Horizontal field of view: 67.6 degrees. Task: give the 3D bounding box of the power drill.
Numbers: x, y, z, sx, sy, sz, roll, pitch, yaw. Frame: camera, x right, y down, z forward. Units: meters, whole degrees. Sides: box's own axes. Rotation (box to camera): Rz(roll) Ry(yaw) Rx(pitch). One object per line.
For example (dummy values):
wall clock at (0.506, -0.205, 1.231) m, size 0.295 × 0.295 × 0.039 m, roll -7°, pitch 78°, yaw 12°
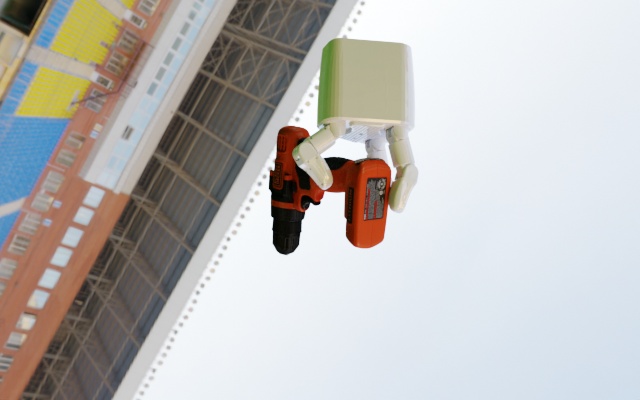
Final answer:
power drill at (0.000, 0.002, 0.620) m, size 0.057 × 0.184 × 0.187 m, roll -8°, pitch 18°, yaw -42°
